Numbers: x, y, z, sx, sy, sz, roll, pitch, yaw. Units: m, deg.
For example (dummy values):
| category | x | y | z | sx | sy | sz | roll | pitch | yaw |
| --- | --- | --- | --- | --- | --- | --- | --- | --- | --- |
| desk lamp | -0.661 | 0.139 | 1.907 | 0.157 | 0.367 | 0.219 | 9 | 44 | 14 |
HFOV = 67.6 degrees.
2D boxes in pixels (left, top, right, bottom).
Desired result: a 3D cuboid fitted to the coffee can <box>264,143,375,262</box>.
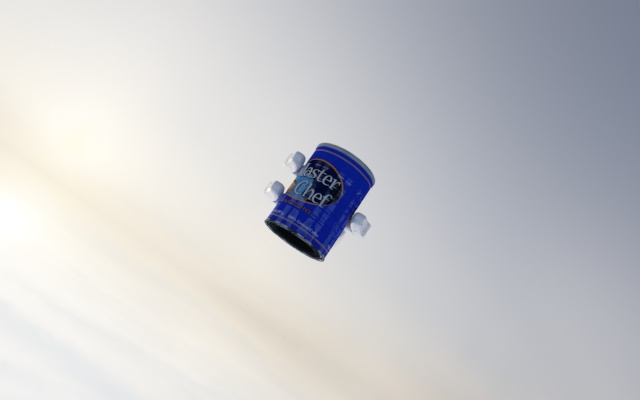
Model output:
| category | x | y | z | sx | sy | sz | roll | pitch | yaw |
| --- | --- | --- | --- | --- | --- | --- | --- | --- | --- |
| coffee can | 0.000 | 0.002 | 0.691 | 0.103 | 0.140 | 0.103 | 32 | -16 | 10 |
